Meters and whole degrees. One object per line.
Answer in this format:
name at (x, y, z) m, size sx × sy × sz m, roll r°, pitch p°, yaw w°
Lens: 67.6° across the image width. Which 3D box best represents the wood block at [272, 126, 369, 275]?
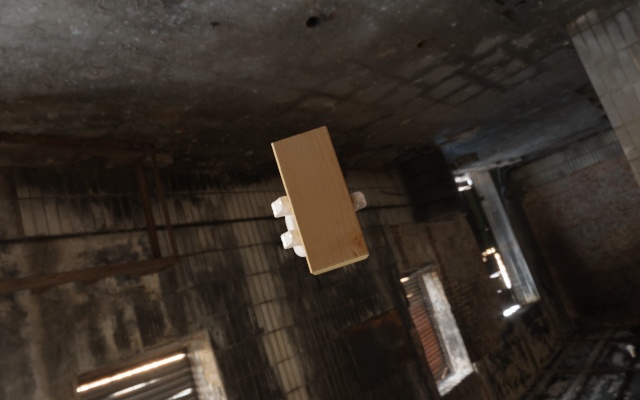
wood block at (0.000, 0.003, 0.749) m, size 0.091 × 0.206 × 0.090 m, roll -18°, pitch -11°, yaw 0°
